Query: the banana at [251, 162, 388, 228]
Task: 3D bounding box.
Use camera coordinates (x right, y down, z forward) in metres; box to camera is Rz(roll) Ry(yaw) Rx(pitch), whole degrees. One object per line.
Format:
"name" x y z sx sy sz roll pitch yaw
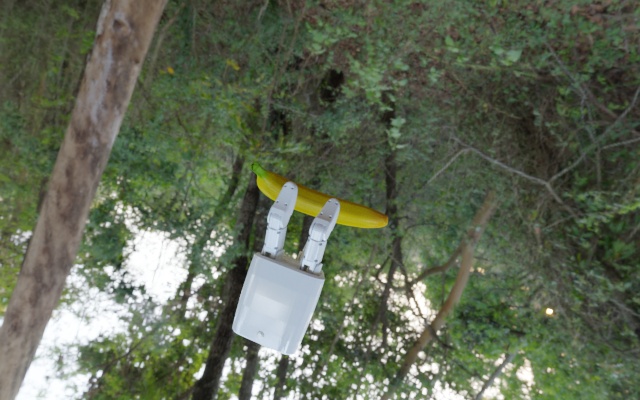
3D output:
"banana" -0.006 0.002 0.659 0.198 0.037 0.069 20 -7 -8
